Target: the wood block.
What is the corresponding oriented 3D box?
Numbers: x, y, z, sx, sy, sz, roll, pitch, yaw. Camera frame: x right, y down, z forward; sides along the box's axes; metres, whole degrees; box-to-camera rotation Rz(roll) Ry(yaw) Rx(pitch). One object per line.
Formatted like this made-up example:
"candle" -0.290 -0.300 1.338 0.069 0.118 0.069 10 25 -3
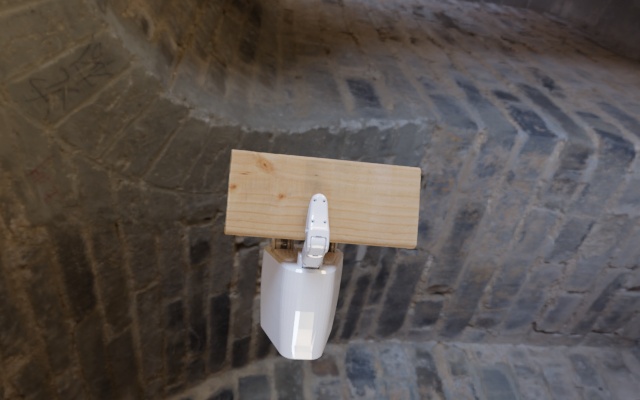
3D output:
"wood block" 0.000 0.002 0.548 0.206 0.090 0.091 5 -4 -8
